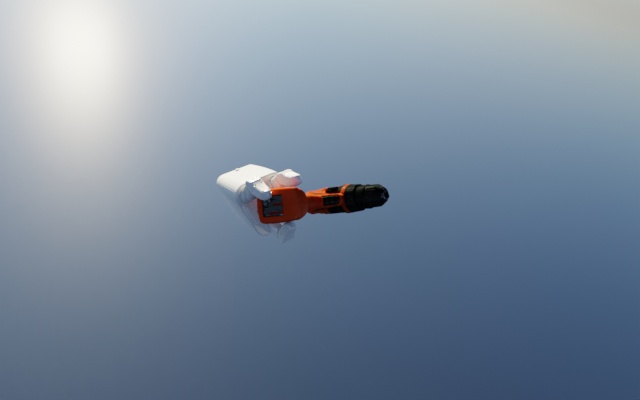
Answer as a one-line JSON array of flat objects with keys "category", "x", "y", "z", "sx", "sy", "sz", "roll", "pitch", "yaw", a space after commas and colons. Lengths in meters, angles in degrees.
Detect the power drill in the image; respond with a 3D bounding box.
[{"category": "power drill", "x": 0.000, "y": 0.003, "z": 0.822, "sx": 0.184, "sy": 0.057, "sz": 0.187, "roll": -9, "pitch": -4, "yaw": 41}]
